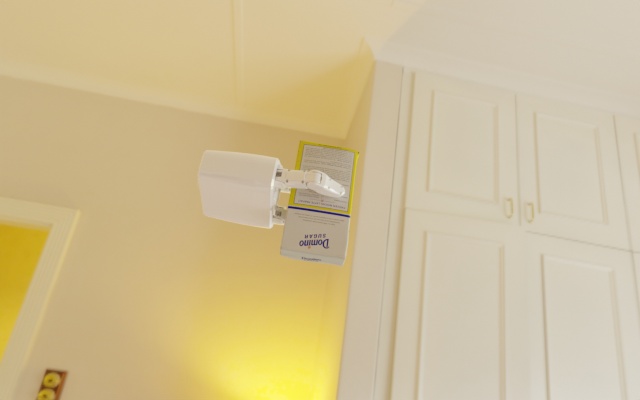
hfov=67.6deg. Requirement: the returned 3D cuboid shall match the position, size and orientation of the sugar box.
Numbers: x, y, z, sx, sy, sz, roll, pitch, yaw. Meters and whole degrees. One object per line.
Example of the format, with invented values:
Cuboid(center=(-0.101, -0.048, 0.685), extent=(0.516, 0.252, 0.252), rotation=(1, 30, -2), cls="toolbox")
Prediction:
Cuboid(center=(0.000, 0.002, 0.700), extent=(0.093, 0.176, 0.048), rotation=(10, -23, 0), cls="sugar box")
